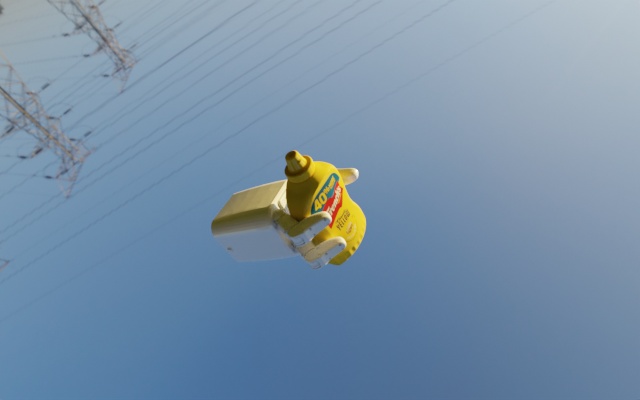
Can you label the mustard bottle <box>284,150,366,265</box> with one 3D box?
[{"bbox_3d":[0.001,0.002,0.677,0.058,0.096,0.192,11,-33,39],"label":"mustard bottle"}]
